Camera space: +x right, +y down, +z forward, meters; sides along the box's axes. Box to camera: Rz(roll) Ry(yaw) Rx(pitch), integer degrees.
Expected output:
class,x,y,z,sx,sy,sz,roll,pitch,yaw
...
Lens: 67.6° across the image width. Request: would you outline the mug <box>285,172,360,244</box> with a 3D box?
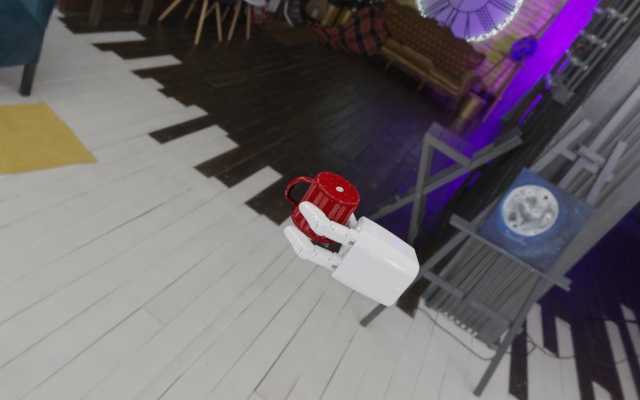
class,x,y,z,sx,sy,sz,roll,pitch,yaw
mug,-0.001,0.002,0.770,0.117,0.081,0.093,30,29,-4
